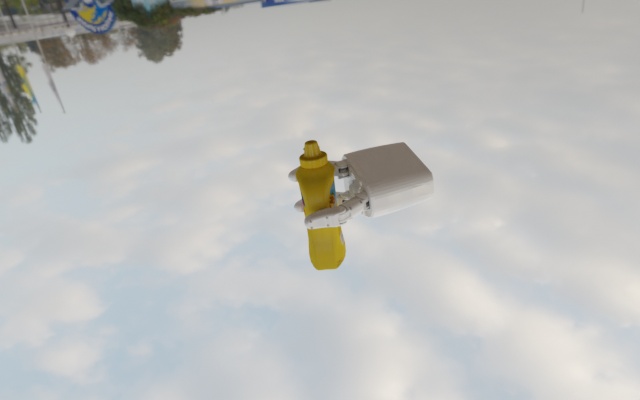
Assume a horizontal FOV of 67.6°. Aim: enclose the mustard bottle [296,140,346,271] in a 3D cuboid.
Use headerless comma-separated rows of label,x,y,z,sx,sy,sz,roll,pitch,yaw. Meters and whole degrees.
mustard bottle,0.000,0.003,0.715,0.058,0.192,0.096,-5,26,8
